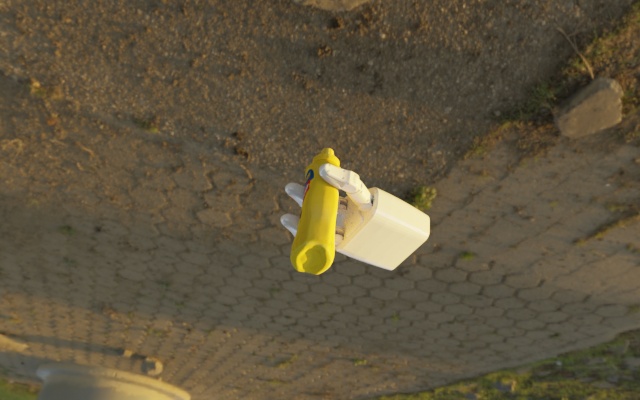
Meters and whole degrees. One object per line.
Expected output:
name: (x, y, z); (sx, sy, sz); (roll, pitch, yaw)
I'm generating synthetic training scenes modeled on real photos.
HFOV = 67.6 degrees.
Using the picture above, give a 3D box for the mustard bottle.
mustard bottle: (0.000, 0.002, 0.690); (0.058, 0.191, 0.096); (10, -33, -2)
